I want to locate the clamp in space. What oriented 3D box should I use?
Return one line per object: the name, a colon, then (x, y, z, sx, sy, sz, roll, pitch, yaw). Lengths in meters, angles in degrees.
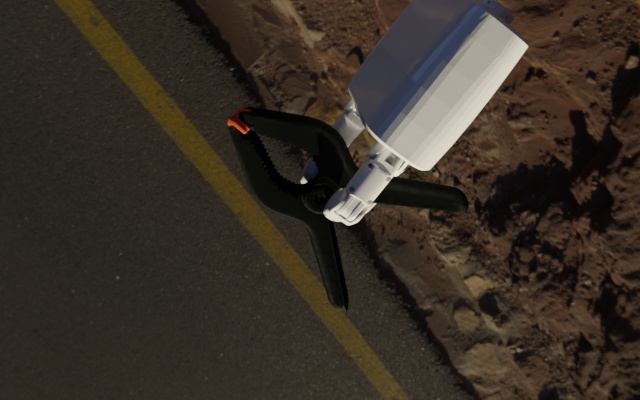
clamp: (0.000, 0.001, 0.425, 0.210, 0.164, 0.036, 34, 22, -9)
